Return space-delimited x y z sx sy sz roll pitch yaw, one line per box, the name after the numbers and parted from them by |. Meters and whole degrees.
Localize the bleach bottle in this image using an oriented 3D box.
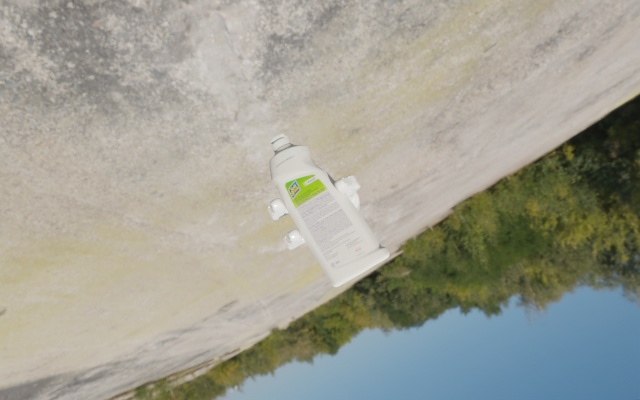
0.000 0.003 0.743 0.102 0.250 0.068 -30 -11 0 | bleach bottle
